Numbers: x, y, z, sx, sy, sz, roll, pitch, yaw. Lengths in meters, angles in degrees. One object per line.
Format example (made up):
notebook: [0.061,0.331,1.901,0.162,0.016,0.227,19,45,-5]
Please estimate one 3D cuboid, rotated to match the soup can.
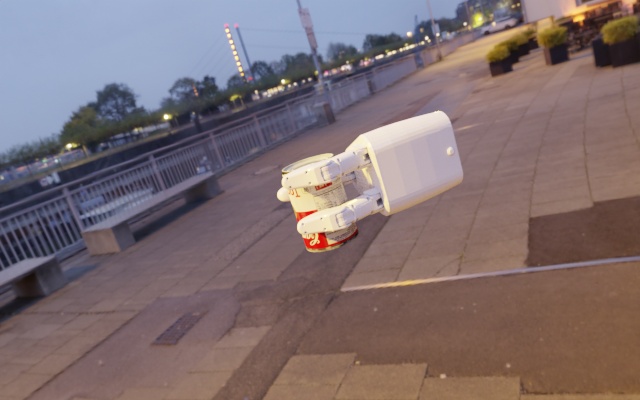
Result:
soup can: [0.000,0.002,0.575,0.068,0.102,0.068,-17,14,4]
